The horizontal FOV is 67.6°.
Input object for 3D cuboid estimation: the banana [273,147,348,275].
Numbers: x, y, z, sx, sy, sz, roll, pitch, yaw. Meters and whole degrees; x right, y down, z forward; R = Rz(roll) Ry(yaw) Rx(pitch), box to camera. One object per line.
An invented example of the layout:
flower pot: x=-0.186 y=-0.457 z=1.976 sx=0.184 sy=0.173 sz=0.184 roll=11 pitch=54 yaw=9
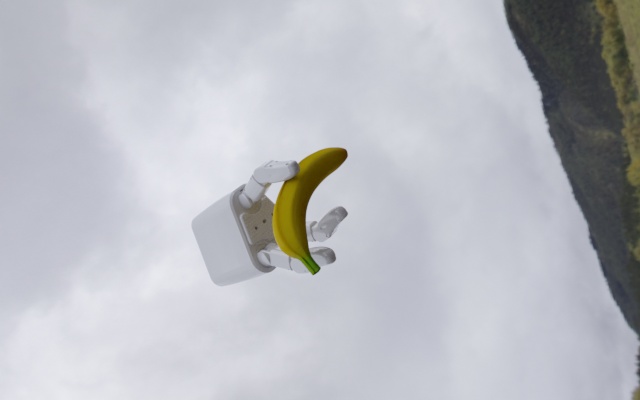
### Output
banana: x=-0.015 y=-0.005 z=0.569 sx=0.070 sy=0.197 sz=0.037 roll=33 pitch=-42 yaw=-20
